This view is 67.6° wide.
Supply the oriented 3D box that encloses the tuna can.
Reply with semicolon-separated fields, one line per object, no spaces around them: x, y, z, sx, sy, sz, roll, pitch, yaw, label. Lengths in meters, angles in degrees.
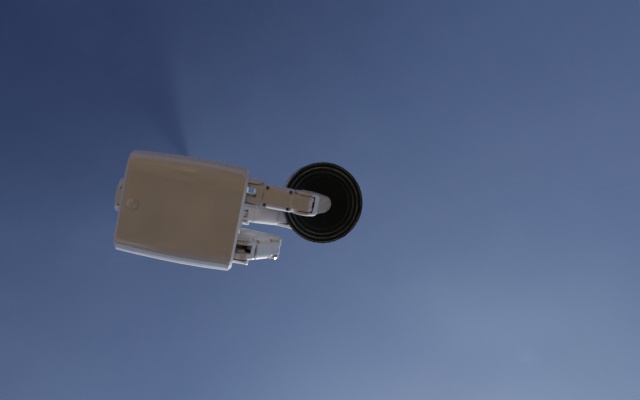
0.000;0.002;0.519;0.086;0.086;0.034;0;3;-10;tuna can
